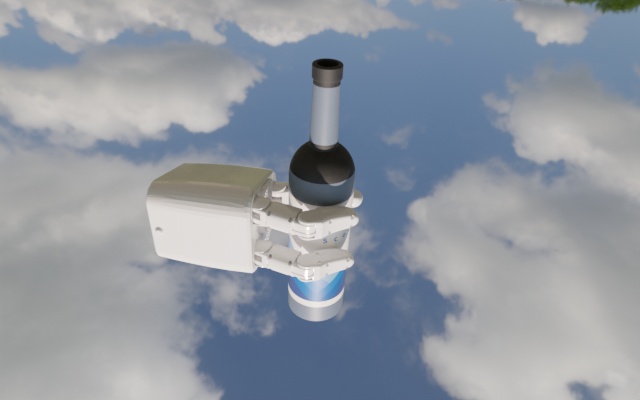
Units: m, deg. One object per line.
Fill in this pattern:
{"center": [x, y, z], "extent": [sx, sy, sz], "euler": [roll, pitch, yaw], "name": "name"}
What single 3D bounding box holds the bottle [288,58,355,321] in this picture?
{"center": [0.000, 0.002, 0.497], "extent": [0.069, 0.296, 0.069], "euler": [2, 35, -1], "name": "bottle"}
